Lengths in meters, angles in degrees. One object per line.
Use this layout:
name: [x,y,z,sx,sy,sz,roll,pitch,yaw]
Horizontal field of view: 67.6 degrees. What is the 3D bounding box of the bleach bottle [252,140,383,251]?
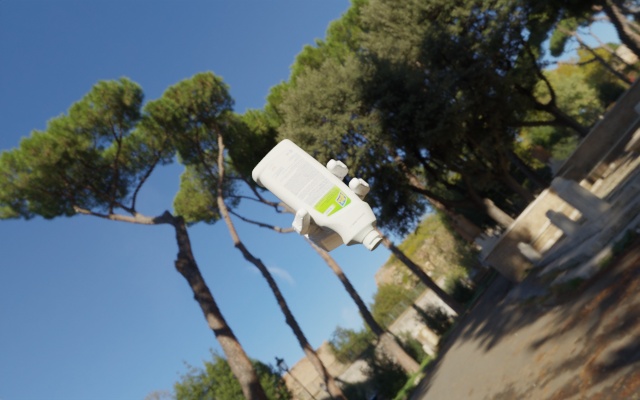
bleach bottle: [0.000,0.003,0.834,0.250,0.102,0.068,41,-5,21]
